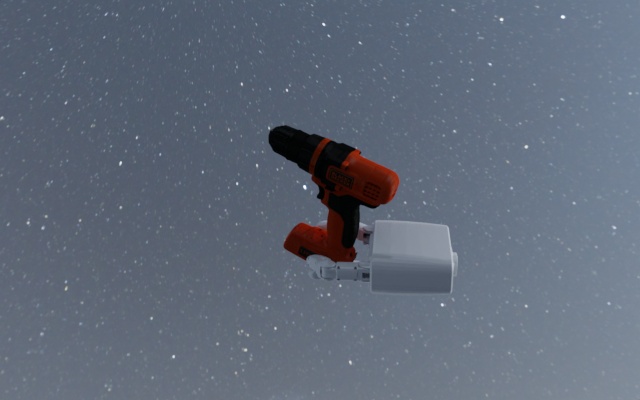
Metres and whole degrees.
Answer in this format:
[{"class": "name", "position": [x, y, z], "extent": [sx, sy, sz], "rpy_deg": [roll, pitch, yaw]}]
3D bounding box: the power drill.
[{"class": "power drill", "position": [0.000, 0.003, 0.657], "extent": [0.184, 0.188, 0.057], "rpy_deg": [27, 41, 16]}]
